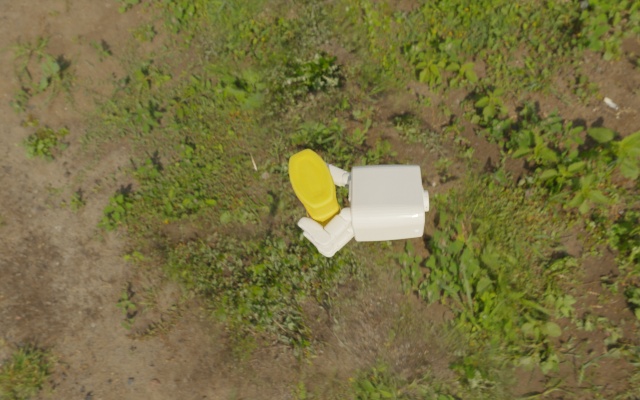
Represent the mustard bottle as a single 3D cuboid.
[{"bbox_3d":[0.000,0.002,0.753,0.058,0.096,0.192,-26,-24,-2],"label":"mustard bottle"}]
